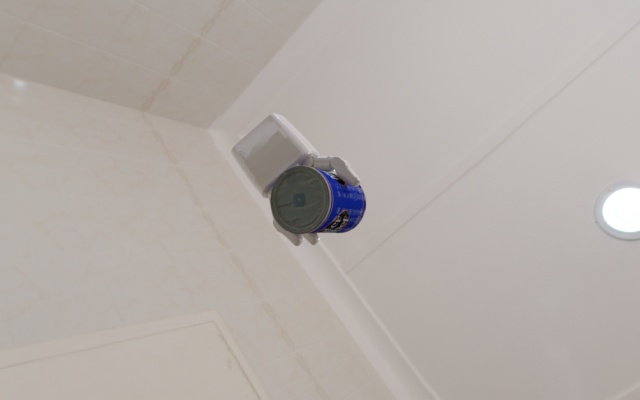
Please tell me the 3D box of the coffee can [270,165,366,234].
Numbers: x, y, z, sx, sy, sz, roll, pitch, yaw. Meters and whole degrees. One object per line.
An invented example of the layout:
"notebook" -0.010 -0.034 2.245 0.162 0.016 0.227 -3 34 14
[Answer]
"coffee can" 0.000 0.003 0.770 0.103 0.103 0.140 0 -3 28
